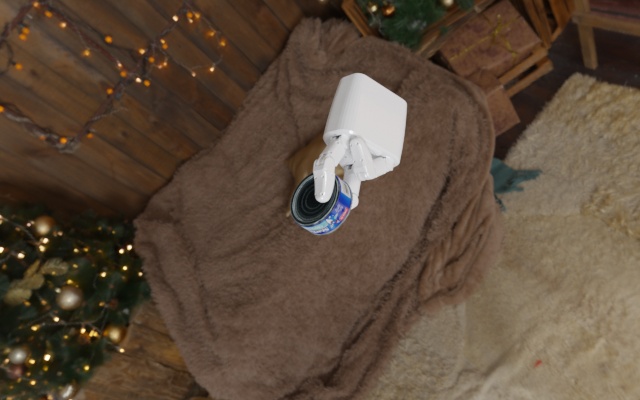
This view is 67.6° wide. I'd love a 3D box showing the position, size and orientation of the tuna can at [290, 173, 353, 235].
[{"bbox_3d":[0.000,0.002,0.656,0.086,0.086,0.034,0,-24,41],"label":"tuna can"}]
